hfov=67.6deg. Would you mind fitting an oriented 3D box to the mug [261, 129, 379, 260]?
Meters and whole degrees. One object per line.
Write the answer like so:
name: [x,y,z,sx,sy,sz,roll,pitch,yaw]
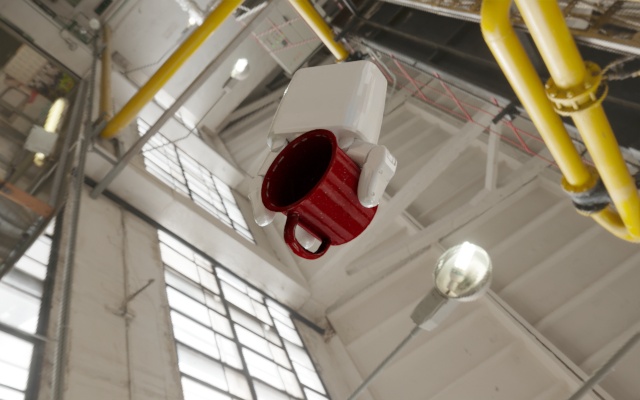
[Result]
mug: [0.000,0.003,0.458,0.093,0.117,0.081,-12,-40,41]
